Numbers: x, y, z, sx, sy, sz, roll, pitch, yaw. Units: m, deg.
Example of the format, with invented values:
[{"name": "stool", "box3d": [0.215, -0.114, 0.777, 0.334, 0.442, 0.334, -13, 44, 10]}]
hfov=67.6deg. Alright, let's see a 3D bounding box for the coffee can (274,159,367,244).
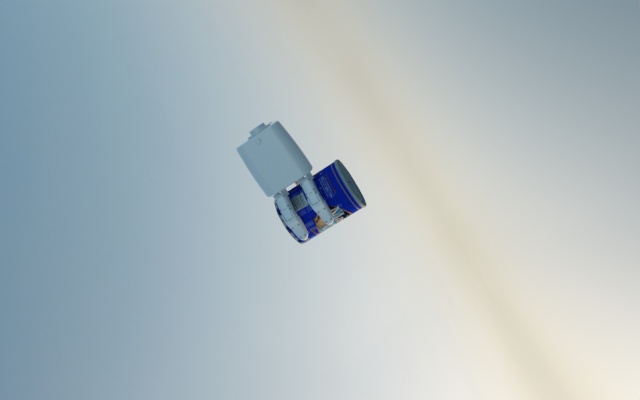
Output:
[{"name": "coffee can", "box3d": [0.000, 0.003, 0.891, 0.140, 0.103, 0.103, -32, -7, 11]}]
